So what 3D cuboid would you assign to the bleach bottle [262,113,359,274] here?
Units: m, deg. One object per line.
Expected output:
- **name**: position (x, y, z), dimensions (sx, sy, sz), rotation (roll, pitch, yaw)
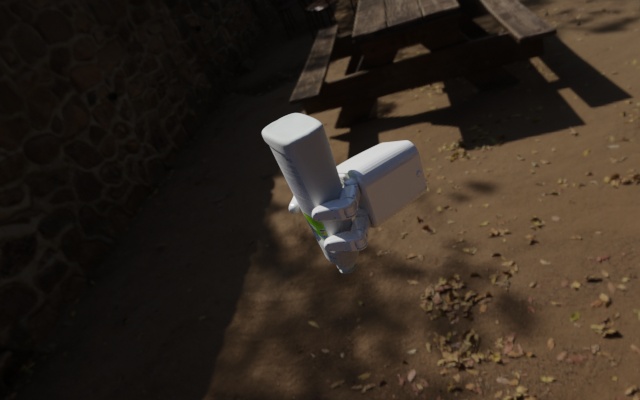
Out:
- **bleach bottle**: position (0.000, 0.002, 0.700), dimensions (0.068, 0.251, 0.102), rotation (-31, 32, -17)
